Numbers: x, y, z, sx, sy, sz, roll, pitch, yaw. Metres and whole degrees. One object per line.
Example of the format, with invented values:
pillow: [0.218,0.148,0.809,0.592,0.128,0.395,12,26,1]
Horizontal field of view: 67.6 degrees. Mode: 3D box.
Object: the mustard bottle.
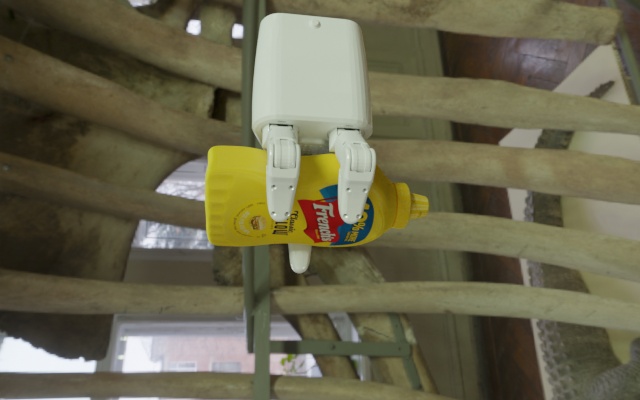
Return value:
mustard bottle: [0.000,0.002,0.414,0.191,0.058,0.096,2,-45,-9]
